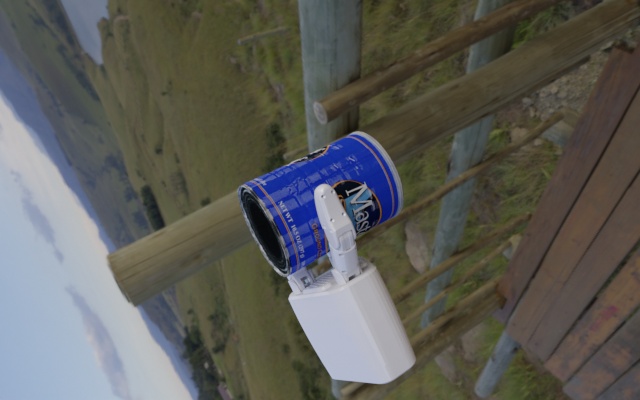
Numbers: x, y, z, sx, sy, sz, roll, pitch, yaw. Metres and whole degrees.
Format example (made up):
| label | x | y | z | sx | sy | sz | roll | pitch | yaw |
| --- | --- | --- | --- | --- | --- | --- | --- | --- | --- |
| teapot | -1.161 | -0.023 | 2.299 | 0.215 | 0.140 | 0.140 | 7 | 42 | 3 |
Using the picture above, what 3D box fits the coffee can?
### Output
| label | x | y | z | sx | sy | sz | roll | pitch | yaw |
| --- | --- | --- | --- | --- | --- | --- | --- | --- | --- |
| coffee can | 0.000 | 0.001 | 0.498 | 0.140 | 0.103 | 0.103 | -27 | 10 | -20 |
